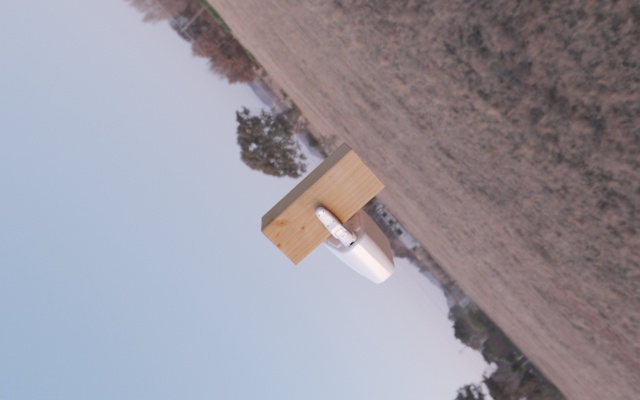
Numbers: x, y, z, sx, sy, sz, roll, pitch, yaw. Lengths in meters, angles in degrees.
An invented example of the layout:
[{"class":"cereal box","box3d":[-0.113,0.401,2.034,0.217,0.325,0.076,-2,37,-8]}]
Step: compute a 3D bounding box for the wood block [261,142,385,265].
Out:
[{"class":"wood block","box3d":[0.000,0.003,0.843,0.206,0.090,0.090,-42,16,5]}]
